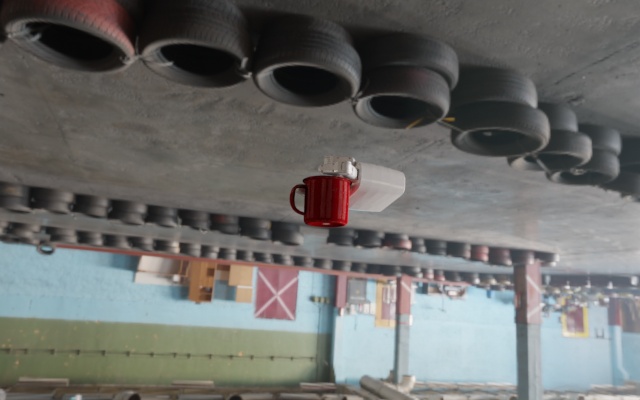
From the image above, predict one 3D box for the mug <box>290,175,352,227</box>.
[{"bbox_3d":[-0.001,0.003,0.872,0.117,0.081,0.093,7,-12,-23],"label":"mug"}]
